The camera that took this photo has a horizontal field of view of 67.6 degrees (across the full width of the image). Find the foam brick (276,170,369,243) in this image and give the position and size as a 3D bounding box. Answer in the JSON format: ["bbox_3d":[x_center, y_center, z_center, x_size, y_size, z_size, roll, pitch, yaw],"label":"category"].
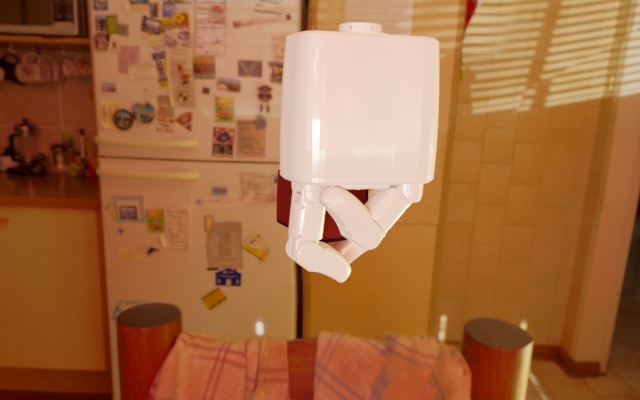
[{"bbox_3d":[0.000,0.001,0.423,0.053,0.051,0.078,-6,15,-29],"label":"foam brick"}]
